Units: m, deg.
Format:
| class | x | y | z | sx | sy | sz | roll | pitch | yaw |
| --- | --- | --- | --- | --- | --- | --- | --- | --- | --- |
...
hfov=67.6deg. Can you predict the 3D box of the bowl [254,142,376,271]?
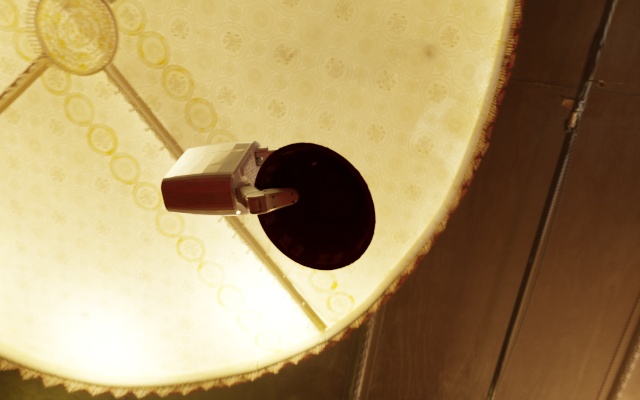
| class | x | y | z | sx | sy | sz | roll | pitch | yaw |
| --- | --- | --- | --- | --- | --- | --- | --- | --- | --- |
| bowl | 0.001 | 0.002 | 0.583 | 0.162 | 0.162 | 0.055 | 0 | 20 | 28 |
